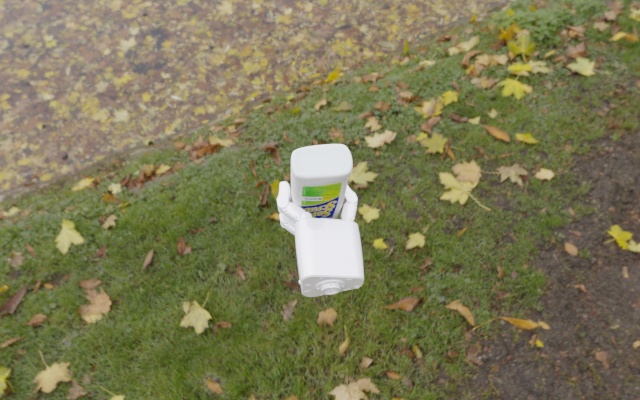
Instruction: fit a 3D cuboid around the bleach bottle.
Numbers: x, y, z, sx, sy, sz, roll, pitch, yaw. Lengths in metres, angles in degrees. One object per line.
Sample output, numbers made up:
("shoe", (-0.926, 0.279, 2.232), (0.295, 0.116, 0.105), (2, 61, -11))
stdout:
("bleach bottle", (0.000, 0.003, 0.863), (0.102, 0.068, 0.251), (-5, -32, -3))
